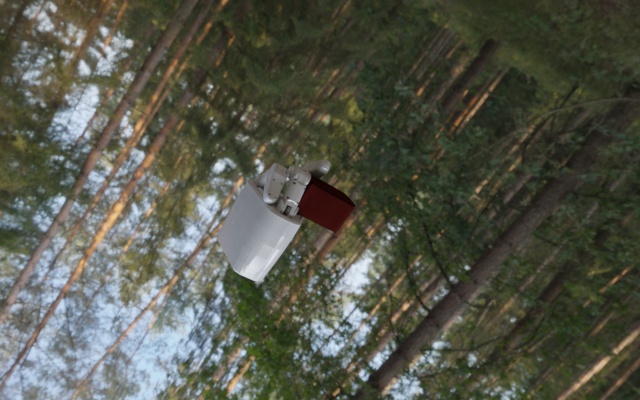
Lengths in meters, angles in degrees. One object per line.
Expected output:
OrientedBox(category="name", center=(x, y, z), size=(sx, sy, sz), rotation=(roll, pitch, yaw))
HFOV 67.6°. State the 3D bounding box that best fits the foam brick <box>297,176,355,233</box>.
OrientedBox(category="foam brick", center=(0.000, 0.002, 0.698), size=(0.078, 0.051, 0.053), rotation=(28, 11, -22))
